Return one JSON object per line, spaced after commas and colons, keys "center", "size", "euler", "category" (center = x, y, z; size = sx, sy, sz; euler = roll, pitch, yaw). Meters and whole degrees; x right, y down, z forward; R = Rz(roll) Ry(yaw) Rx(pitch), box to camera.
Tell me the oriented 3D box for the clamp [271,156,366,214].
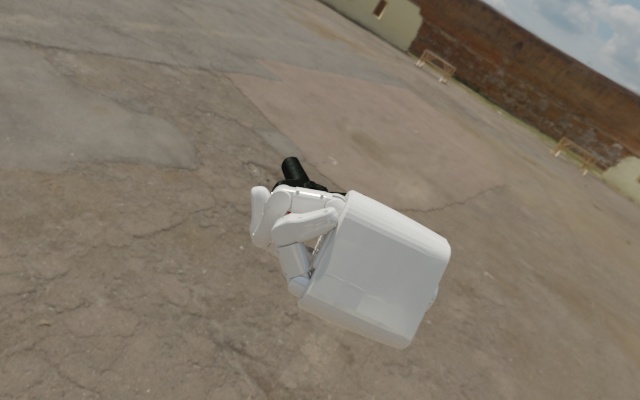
{"center": [0.000, 0.001, 0.533], "size": [0.120, 0.039, 0.171], "euler": [21, 22, -2], "category": "clamp"}
